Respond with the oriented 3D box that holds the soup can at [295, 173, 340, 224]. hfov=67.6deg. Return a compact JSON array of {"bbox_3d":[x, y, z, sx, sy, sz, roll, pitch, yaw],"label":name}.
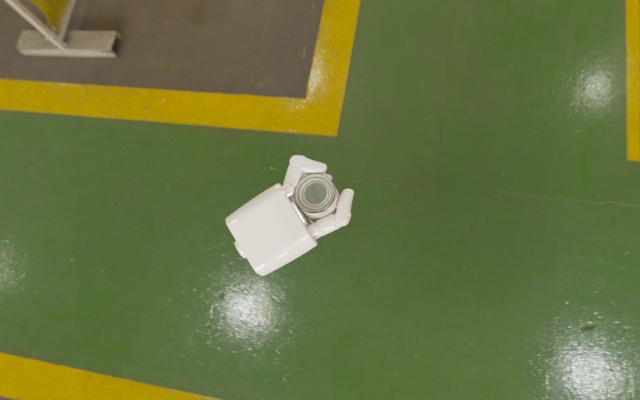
[{"bbox_3d":[0.001,0.002,0.795,0.068,0.068,0.102,0,-17,11],"label":"soup can"}]
